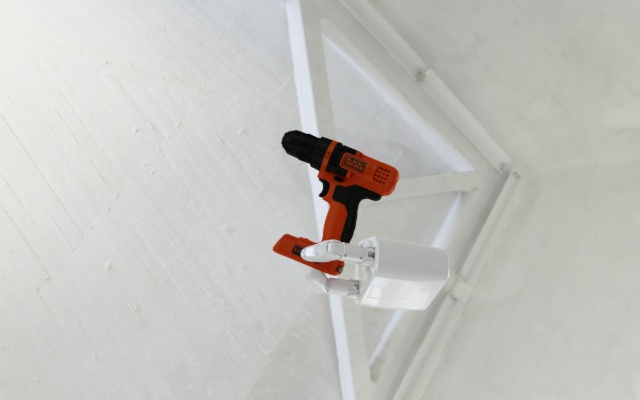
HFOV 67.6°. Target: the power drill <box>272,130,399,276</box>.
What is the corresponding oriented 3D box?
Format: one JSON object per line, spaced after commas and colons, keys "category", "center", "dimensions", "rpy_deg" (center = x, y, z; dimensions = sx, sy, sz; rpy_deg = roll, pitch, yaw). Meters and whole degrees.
{"category": "power drill", "center": [0.000, 0.003, 0.699], "dimensions": [0.184, 0.187, 0.057], "rpy_deg": [23, -5, 10]}
